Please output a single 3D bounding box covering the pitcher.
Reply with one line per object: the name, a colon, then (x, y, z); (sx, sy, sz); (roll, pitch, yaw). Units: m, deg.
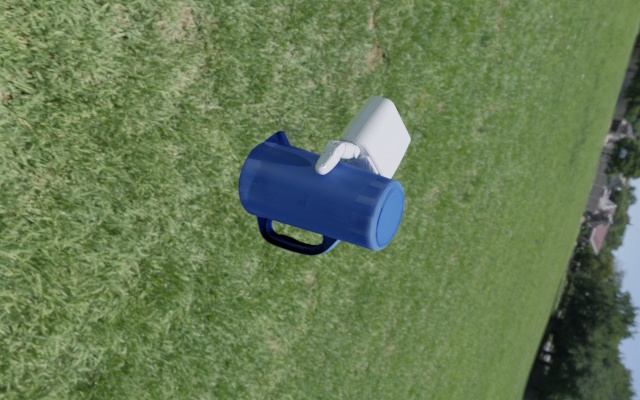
pitcher: (0.000, 0.002, 0.753); (0.243, 0.145, 0.149); (18, -30, 29)
